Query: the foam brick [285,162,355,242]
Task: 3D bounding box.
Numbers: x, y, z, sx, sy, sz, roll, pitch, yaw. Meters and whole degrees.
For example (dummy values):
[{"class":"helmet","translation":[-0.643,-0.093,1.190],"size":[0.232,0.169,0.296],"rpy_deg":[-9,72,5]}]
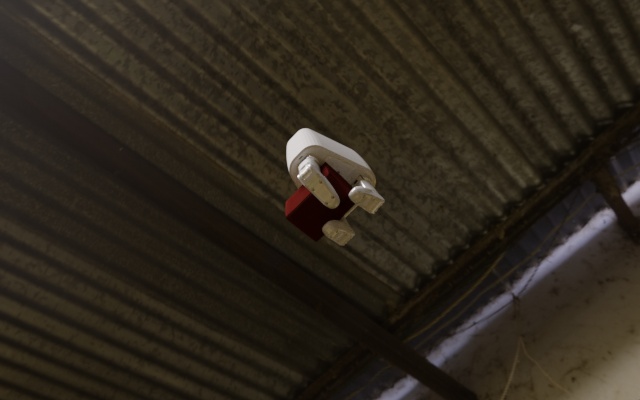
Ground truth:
[{"class":"foam brick","translation":[0.000,0.002,0.600],"size":[0.053,0.078,0.051],"rpy_deg":[42,11,-19]}]
